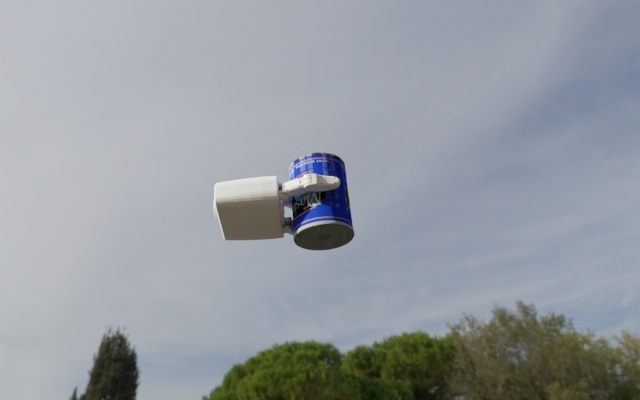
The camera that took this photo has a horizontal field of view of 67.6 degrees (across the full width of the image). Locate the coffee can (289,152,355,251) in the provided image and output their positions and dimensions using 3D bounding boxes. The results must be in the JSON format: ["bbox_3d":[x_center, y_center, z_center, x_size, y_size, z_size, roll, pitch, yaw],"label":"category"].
[{"bbox_3d":[0.000,0.003,0.832,0.103,0.140,0.103,-4,-29,-2],"label":"coffee can"}]
